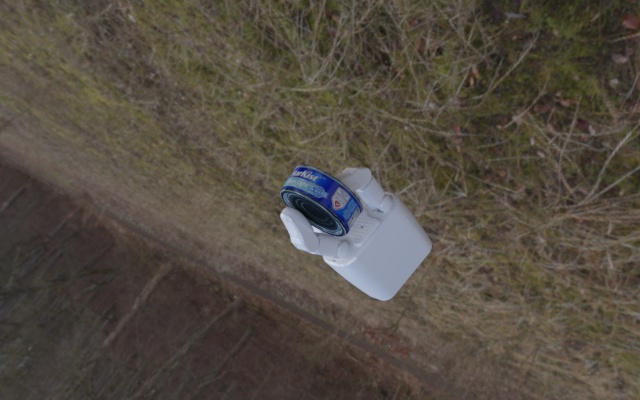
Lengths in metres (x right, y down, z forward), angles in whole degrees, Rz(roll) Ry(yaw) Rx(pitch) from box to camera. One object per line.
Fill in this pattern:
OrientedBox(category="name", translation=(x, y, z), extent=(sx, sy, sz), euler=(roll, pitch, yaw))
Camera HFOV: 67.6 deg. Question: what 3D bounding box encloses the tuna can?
OrientedBox(category="tuna can", translation=(0.000, 0.002, 0.508), extent=(0.086, 0.033, 0.086), euler=(30, -18, 11))
